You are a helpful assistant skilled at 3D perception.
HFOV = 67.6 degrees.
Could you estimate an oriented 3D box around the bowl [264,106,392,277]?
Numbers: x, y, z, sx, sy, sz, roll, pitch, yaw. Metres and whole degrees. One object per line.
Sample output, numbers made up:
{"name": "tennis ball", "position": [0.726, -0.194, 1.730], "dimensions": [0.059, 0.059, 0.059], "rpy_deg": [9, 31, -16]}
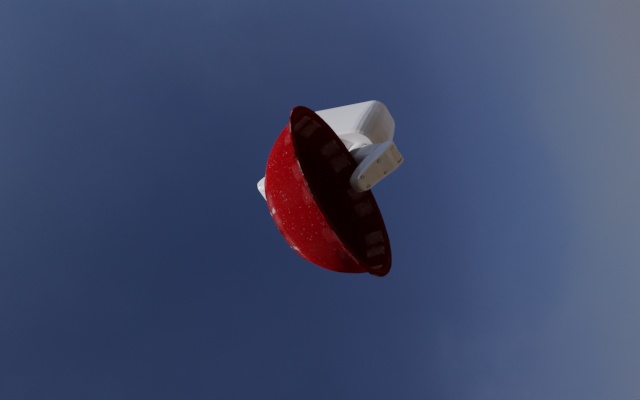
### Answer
{"name": "bowl", "position": [-0.001, 0.002, 0.416], "dimensions": [0.055, 0.162, 0.162], "rpy_deg": [-28, -10, 19]}
